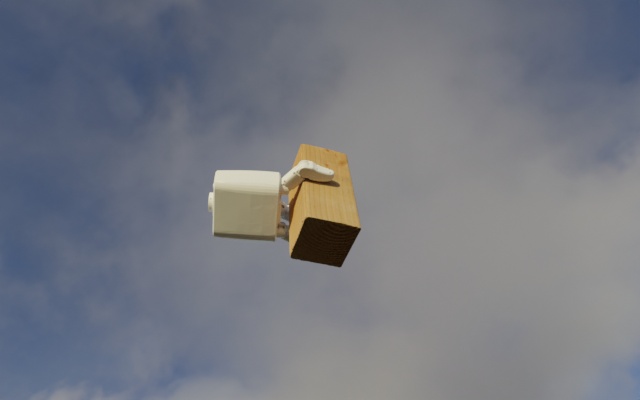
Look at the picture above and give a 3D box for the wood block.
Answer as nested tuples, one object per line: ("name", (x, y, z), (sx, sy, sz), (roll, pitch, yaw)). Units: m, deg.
("wood block", (0.000, 0.002, 0.809), (0.090, 0.091, 0.206), (13, 36, -14))
